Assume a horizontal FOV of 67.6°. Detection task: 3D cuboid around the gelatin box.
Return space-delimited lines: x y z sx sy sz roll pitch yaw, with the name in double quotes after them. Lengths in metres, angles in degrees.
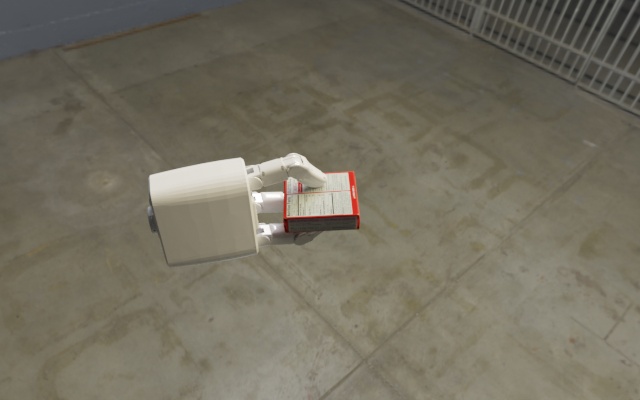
0.000 0.002 0.574 0.089 0.073 0.030 -4 -43 0 "gelatin box"
